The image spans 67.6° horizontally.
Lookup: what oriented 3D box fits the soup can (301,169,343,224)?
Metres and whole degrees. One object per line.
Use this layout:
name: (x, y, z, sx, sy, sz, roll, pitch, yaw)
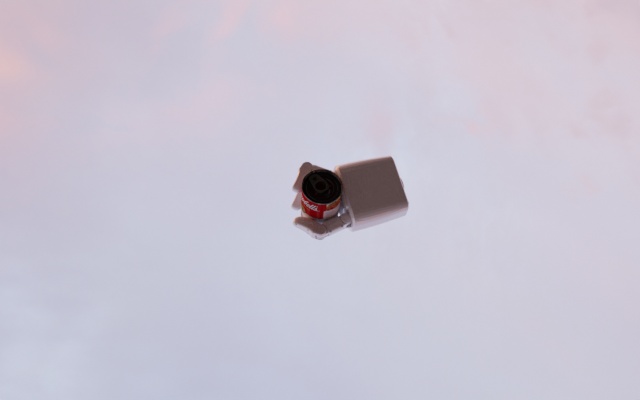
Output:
soup can: (0.000, 0.003, 0.816, 0.068, 0.068, 0.102, 0, -31, -4)
